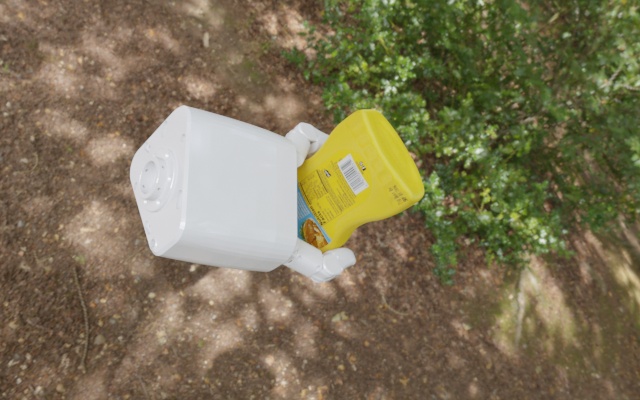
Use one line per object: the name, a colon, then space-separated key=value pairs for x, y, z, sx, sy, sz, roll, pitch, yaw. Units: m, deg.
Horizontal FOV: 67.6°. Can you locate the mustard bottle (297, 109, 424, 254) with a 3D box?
mustard bottle: x=0.000 y=0.001 z=0.469 sx=0.192 sy=0.096 sz=0.058 roll=-34 pitch=-9 yaw=33
